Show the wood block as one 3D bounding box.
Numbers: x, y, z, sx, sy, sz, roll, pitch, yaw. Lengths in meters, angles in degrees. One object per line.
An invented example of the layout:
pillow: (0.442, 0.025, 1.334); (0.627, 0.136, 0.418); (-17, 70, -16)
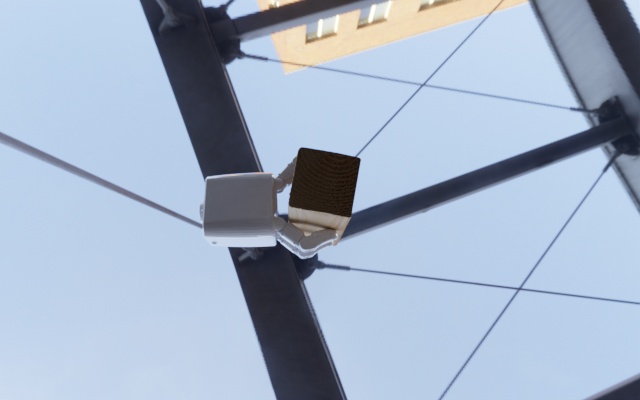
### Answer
wood block: (0.000, 0.002, 0.748); (0.090, 0.090, 0.206); (10, -16, -1)
